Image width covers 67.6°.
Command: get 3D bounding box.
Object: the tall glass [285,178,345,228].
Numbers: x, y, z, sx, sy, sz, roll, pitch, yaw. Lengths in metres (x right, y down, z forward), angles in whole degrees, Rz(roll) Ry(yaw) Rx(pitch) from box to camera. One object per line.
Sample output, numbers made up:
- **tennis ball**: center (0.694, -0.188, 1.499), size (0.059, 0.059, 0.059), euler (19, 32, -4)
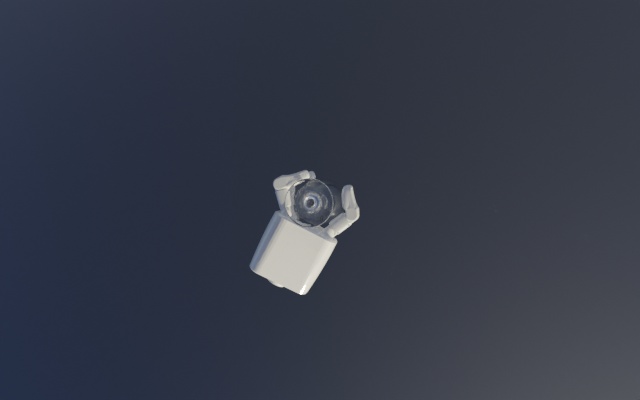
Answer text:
- **tall glass**: center (0.000, 0.003, 0.808), size (0.079, 0.079, 0.201), euler (0, 1, 10)
